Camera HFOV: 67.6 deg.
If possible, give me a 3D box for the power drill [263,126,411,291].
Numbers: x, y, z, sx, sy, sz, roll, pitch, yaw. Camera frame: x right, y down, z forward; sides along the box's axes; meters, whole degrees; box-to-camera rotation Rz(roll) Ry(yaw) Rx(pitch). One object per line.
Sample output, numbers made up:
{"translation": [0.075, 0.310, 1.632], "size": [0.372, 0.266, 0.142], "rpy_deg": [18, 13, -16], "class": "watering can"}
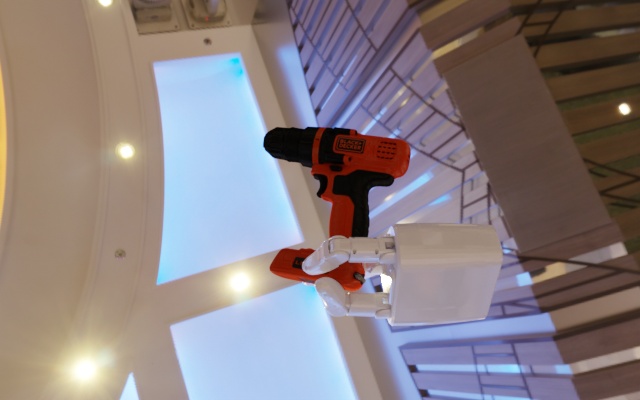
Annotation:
{"translation": [0.000, 0.002, 0.559], "size": [0.184, 0.187, 0.057], "rpy_deg": [9, -14, 19], "class": "power drill"}
